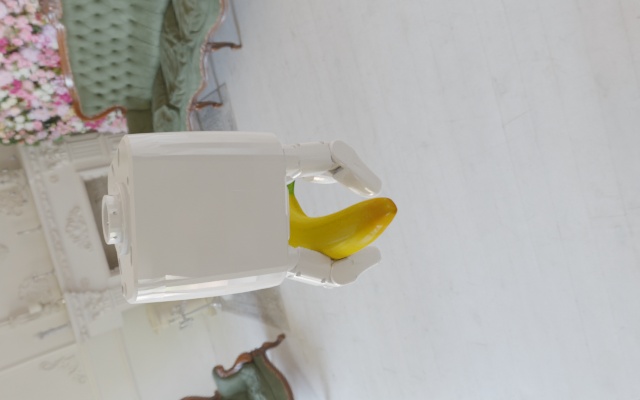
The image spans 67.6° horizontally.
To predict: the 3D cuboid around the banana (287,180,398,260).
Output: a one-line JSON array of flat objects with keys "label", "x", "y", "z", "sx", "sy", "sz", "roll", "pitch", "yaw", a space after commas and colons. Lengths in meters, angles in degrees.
[{"label": "banana", "x": -0.005, "y": 0.019, "z": 0.419, "sx": 0.037, "sy": 0.069, "sz": 0.198, "roll": 10, "pitch": 3, "yaw": -29}]
